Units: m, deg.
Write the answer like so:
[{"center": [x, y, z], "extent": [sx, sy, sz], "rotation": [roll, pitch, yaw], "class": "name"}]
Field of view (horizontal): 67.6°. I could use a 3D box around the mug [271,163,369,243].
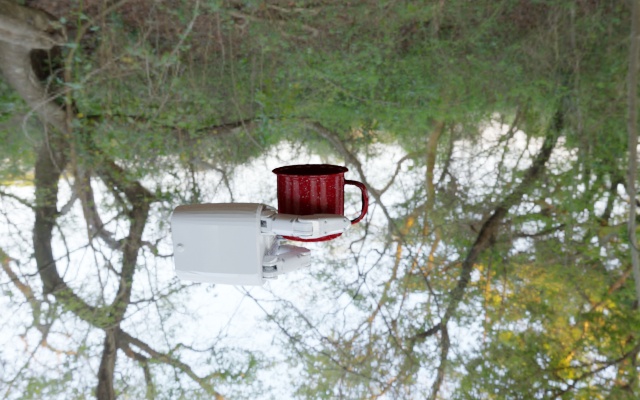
[{"center": [0.002, 0.002, 0.578], "extent": [0.117, 0.081, 0.093], "rotation": [1, 13, 9], "class": "mug"}]
